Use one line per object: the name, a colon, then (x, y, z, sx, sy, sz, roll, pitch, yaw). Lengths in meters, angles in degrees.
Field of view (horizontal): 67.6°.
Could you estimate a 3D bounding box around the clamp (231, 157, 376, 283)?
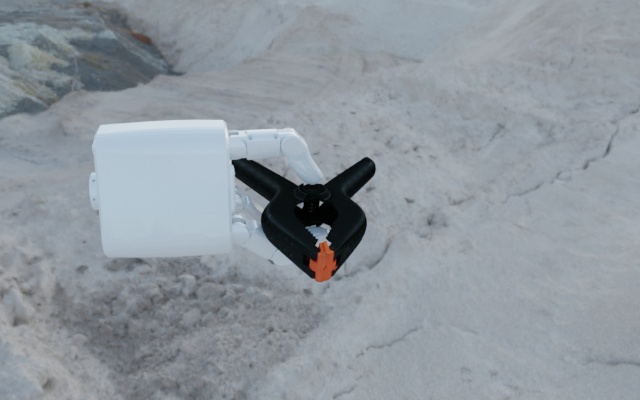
clamp: (0.000, 0.001, 0.460, 0.164, 0.036, 0.210, -3, 29, -14)
